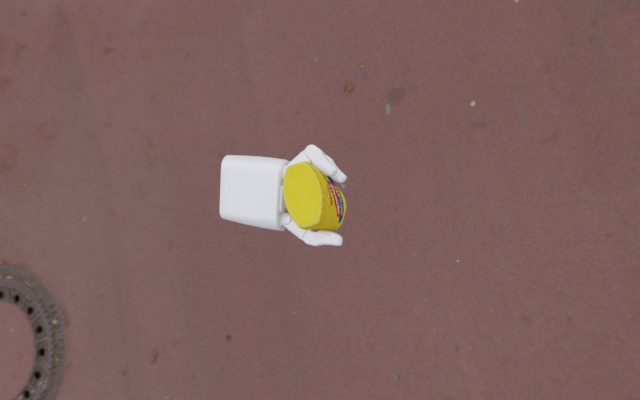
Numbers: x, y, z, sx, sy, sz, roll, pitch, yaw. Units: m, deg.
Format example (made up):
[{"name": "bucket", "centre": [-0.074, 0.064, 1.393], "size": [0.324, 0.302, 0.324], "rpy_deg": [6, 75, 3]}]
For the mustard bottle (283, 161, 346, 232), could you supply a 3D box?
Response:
[{"name": "mustard bottle", "centre": [0.000, 0.002, 0.758], "size": [0.058, 0.096, 0.191], "rpy_deg": [-17, -11, 14]}]
